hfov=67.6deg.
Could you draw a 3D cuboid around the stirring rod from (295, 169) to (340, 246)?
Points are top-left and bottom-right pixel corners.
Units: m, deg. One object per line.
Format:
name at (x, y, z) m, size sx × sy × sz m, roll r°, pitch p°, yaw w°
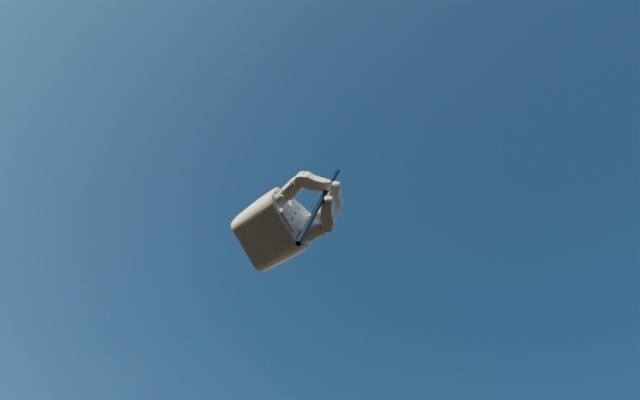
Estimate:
stirring rod at (0.000, 0.002, 0.736) m, size 0.011 × 0.011 × 0.239 m, roll 0°, pitch 27°, yaw 16°
